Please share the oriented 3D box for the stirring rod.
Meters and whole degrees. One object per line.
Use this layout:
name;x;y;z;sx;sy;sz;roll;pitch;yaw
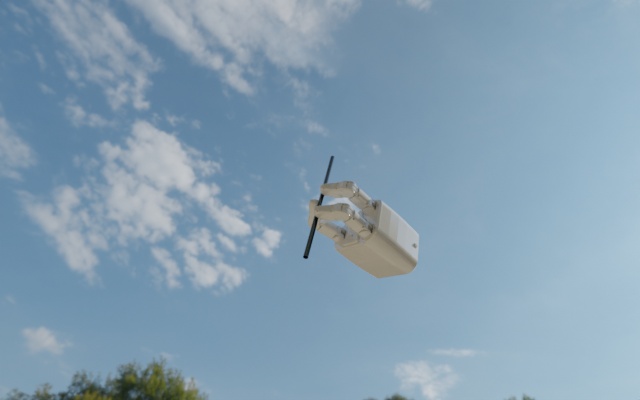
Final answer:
stirring rod;0.000;0.003;0.797;0.011;0.011;0.239;0;43;15
